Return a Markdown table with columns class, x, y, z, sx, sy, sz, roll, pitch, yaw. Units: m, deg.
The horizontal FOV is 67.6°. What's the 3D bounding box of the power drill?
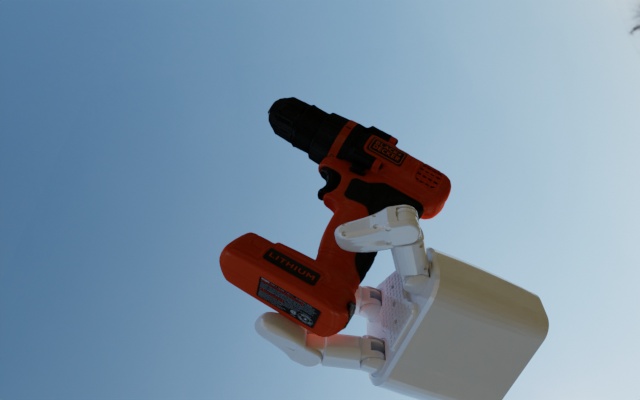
| class | x | y | z | sx | sy | sz | roll | pitch | yaw |
| --- | --- | --- | --- | --- | --- | --- | --- | --- | --- |
| power drill | 0.000 | 0.002 | 0.400 | 0.184 | 0.187 | 0.057 | 29 | -34 | 10 |
